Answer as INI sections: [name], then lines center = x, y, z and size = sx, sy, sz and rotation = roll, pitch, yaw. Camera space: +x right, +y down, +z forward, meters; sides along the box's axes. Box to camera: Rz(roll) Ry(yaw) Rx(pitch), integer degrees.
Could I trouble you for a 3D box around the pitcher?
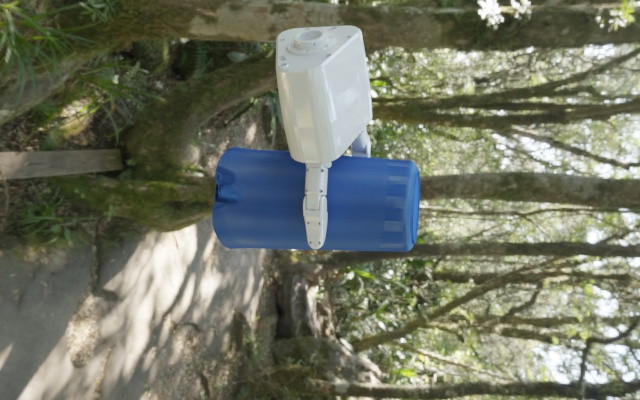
[pitcher]
center = 0.000, 0.002, 0.605
size = 0.243, 0.145, 0.149
rotation = 3, 40, 16
